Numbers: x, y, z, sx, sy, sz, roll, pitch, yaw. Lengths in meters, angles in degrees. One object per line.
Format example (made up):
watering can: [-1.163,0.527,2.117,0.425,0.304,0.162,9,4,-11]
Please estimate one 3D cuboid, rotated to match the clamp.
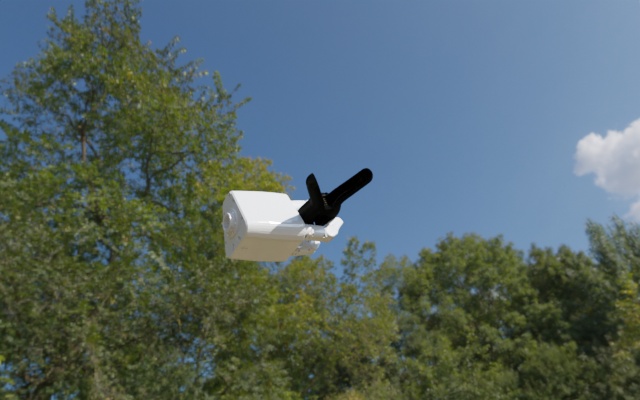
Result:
clamp: [0.000,0.002,0.800,0.120,0.039,0.171,4,-40,-34]
